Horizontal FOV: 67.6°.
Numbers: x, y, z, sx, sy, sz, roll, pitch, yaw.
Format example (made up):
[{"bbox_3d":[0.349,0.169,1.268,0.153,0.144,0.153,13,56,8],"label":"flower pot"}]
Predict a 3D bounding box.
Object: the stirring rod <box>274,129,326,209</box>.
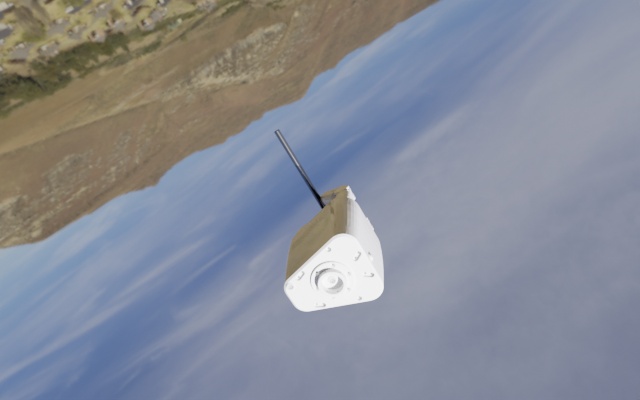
[{"bbox_3d":[0.000,0.002,0.690,0.011,0.239,0.011,-28,18,10],"label":"stirring rod"}]
